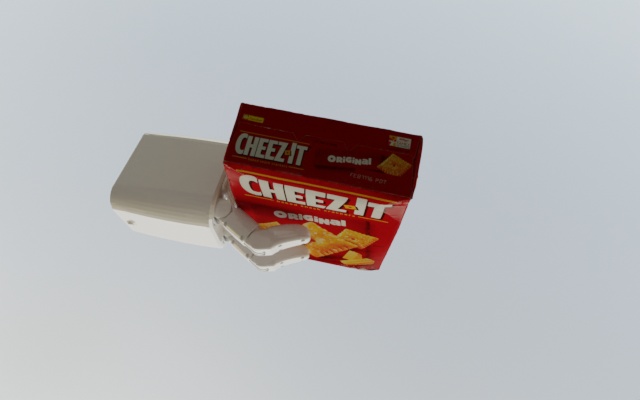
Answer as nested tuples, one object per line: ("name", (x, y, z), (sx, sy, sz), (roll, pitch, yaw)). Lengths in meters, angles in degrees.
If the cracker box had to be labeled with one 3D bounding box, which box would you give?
("cracker box", (0.000, 0.002, 0.496), (0.164, 0.072, 0.214), (11, -24, 4))
